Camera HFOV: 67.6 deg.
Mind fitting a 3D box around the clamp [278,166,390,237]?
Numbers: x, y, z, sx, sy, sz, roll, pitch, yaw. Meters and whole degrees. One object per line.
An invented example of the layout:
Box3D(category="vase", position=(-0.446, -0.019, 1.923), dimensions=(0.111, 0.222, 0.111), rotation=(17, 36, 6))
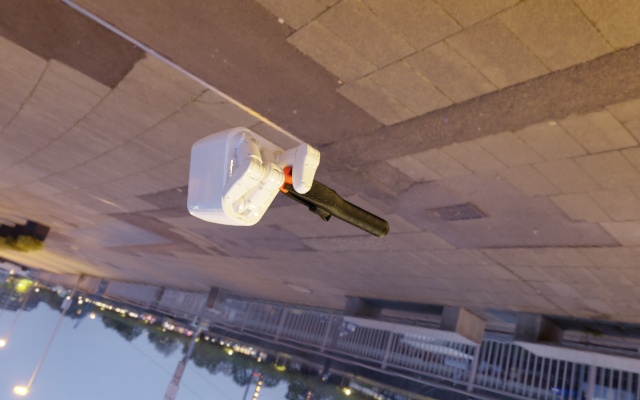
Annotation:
Box3D(category="clamp", position=(0.000, 0.003, 0.632), dimensions=(0.171, 0.039, 0.120), rotation=(32, -18, -36))
